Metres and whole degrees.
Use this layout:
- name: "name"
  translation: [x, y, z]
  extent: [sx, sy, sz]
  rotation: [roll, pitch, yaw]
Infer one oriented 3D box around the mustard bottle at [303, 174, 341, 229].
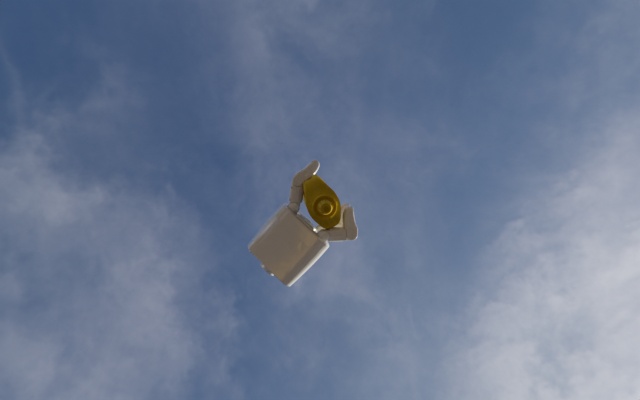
- name: "mustard bottle"
  translation: [0.000, 0.003, 0.873]
  extent: [0.058, 0.096, 0.191]
  rotation: [-24, 8, -2]
